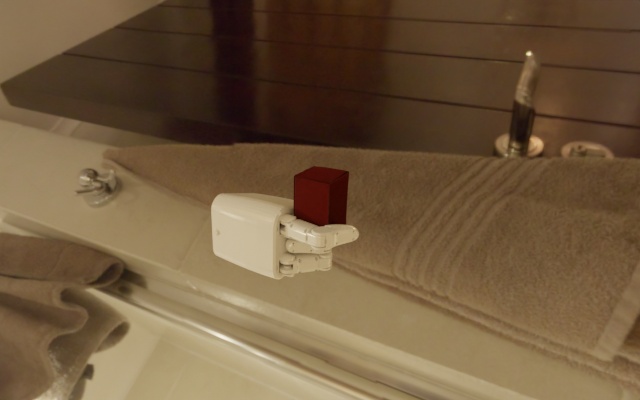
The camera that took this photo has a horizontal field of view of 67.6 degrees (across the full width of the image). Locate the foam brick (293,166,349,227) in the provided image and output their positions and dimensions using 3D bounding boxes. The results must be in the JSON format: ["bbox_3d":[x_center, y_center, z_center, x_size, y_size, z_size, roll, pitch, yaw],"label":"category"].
[{"bbox_3d":[0.000,0.002,0.597,0.051,0.078,0.053,14,24,27],"label":"foam brick"}]
